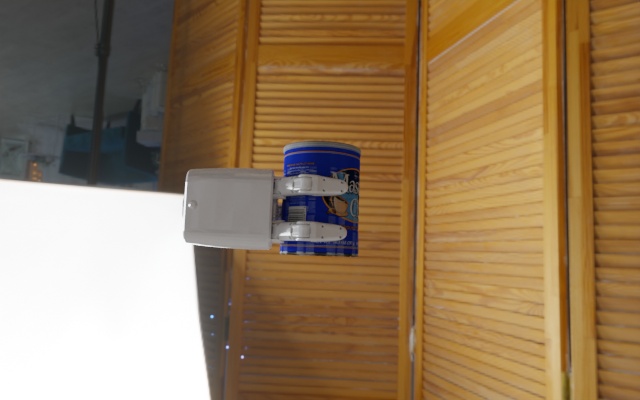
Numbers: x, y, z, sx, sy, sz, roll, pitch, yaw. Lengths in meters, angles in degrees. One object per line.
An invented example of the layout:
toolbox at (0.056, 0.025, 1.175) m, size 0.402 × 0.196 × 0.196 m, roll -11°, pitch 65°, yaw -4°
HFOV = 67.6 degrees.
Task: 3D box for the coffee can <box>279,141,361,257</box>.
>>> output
coffee can at (0.000, 0.002, 0.625) m, size 0.103 × 0.140 × 0.103 m, roll 2°, pitch -6°, yaw 0°
